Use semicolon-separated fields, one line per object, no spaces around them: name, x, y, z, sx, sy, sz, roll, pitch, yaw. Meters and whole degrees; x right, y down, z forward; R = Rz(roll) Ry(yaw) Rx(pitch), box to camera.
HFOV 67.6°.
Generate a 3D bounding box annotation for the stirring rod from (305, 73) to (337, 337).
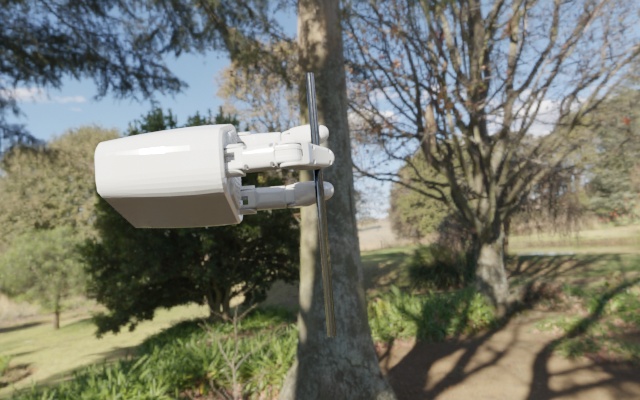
stirring rod;0.000;0.002;0.435;0.011;0.239;0.011;-5;-5;0
